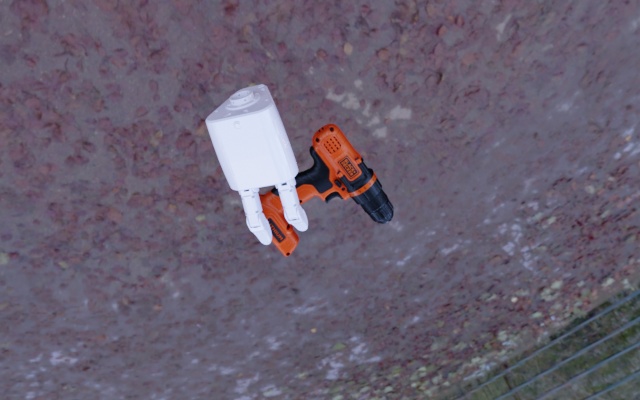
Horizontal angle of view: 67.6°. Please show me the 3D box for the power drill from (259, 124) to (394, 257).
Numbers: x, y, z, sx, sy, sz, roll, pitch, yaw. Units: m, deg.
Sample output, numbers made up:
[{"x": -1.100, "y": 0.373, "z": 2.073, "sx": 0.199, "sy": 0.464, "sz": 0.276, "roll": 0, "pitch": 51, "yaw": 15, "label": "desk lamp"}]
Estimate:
[{"x": 0.000, "y": 0.002, "z": 0.737, "sx": 0.187, "sy": 0.184, "sz": 0.057, "roll": -37, "pitch": 17, "yaw": 4, "label": "power drill"}]
